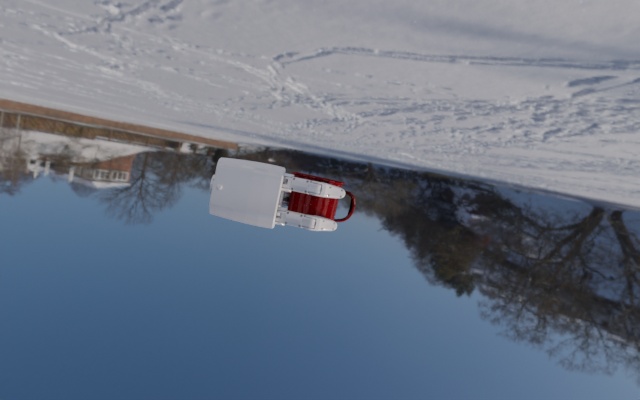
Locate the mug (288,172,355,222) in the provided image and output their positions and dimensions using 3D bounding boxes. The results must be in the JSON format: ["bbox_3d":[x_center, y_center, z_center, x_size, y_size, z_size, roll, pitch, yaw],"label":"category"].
[{"bbox_3d":[0.001,0.003,0.810,0.117,0.081,0.093,12,4,-1],"label":"mug"}]
